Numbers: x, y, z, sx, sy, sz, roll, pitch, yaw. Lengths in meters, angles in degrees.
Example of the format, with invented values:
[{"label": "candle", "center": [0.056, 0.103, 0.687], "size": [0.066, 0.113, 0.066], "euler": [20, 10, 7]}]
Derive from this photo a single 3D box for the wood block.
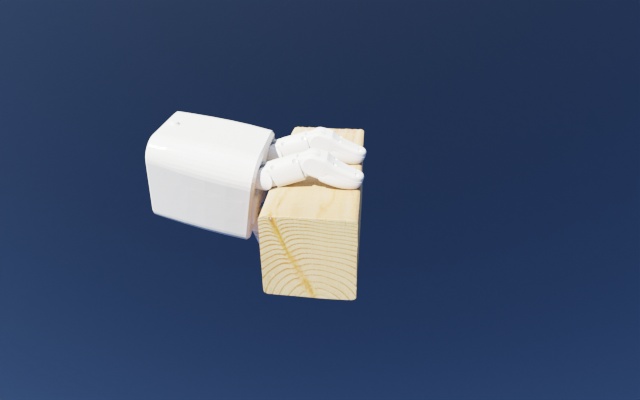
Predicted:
[{"label": "wood block", "center": [0.000, 0.002, 0.517], "size": [0.090, 0.091, 0.206], "euler": [3, 31, 5]}]
